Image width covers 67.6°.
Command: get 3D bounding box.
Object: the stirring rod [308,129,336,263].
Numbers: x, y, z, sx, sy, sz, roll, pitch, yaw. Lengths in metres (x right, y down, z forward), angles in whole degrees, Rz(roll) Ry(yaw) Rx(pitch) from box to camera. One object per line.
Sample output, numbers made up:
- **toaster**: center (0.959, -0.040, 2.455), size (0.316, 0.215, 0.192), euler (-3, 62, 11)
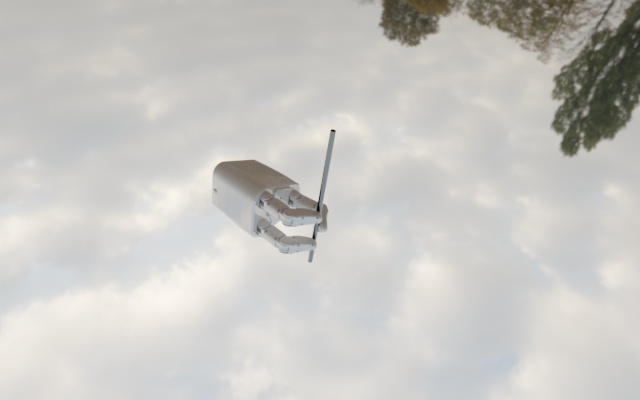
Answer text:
- **stirring rod**: center (0.000, 0.002, 0.718), size (0.011, 0.240, 0.011), euler (7, 35, -5)
